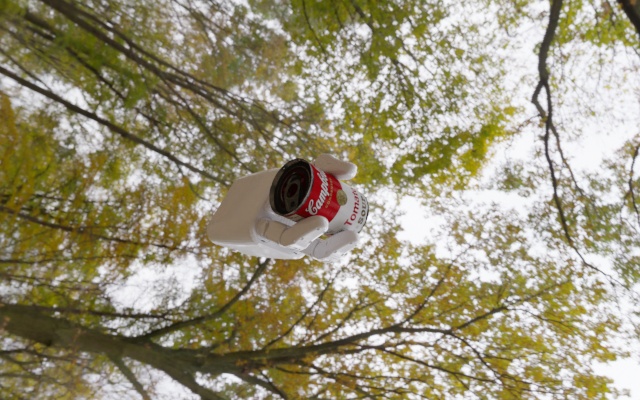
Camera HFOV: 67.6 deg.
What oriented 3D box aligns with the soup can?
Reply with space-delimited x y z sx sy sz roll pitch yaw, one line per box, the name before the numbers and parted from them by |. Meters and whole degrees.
soup can | 0.001 0.002 0.557 0.068 0.068 0.102 0 -20 46
